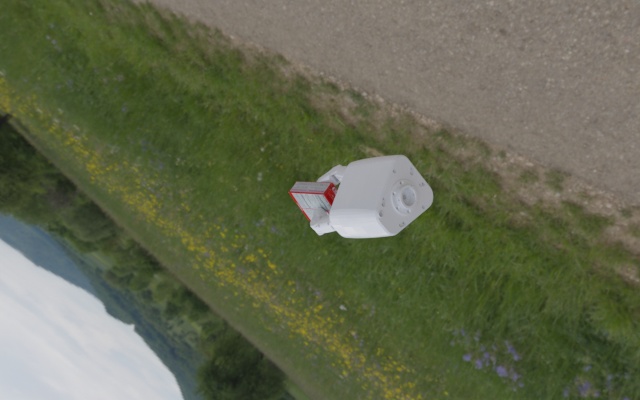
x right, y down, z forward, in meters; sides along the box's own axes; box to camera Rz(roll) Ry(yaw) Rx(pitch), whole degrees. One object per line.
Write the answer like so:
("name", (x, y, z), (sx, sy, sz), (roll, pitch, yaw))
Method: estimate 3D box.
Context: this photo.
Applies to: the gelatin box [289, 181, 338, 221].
("gelatin box", (0.000, 0.003, 0.807), (0.089, 0.030, 0.073), (3, -42, 44))
